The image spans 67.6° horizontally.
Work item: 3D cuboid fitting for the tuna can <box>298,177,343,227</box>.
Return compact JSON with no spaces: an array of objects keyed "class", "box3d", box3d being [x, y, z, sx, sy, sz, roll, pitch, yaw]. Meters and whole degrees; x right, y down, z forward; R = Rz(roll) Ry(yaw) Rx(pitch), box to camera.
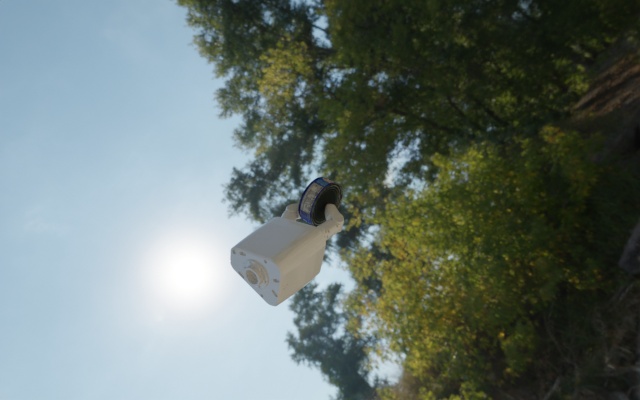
[{"class":"tuna can","box3d":[0.000,0.002,0.838,0.033,0.086,0.086,28,14,29]}]
